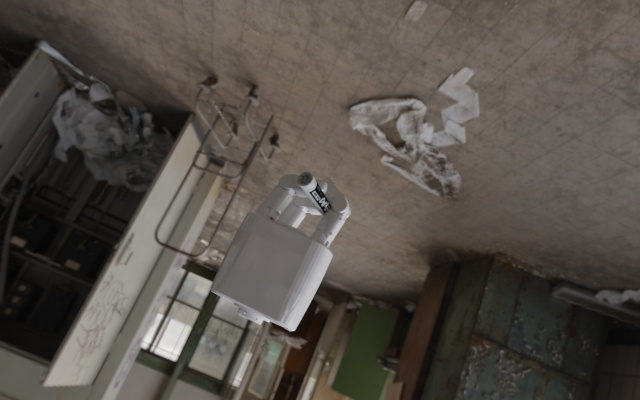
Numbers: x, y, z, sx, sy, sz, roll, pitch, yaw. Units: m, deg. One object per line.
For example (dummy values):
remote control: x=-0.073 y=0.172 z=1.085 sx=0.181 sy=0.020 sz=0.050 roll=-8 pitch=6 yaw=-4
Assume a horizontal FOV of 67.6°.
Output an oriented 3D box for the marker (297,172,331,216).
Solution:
marker: x=0.000 y=0.002 z=0.587 sx=0.020 sy=0.020 sz=0.121 roll=0 pitch=-26 yaw=19
